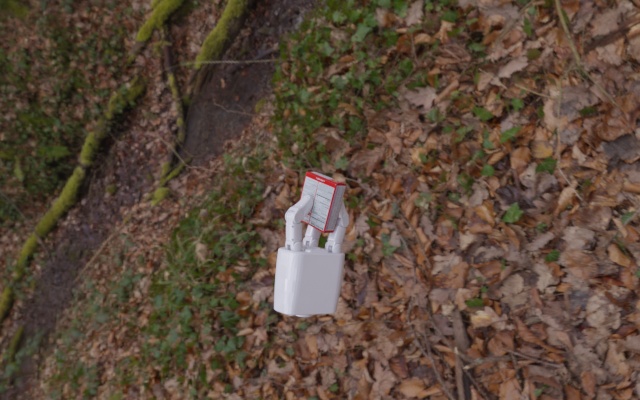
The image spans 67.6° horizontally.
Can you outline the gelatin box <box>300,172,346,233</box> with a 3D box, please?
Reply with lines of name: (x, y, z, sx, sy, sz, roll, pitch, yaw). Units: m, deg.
gelatin box: (0.000, 0.002, 0.819, 0.073, 0.089, 0.030, 25, 17, 40)
